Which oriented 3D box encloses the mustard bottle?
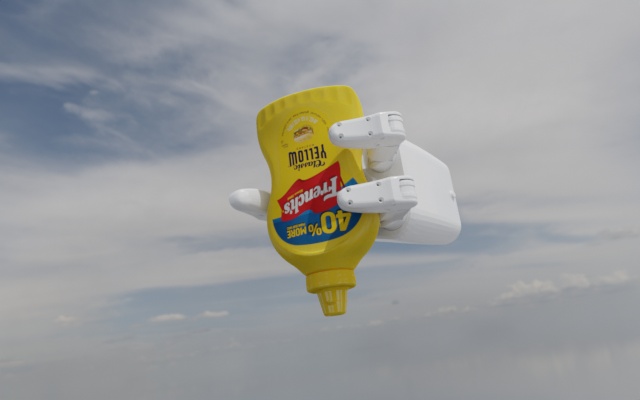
[{"bbox_3d":[0.000,0.001,0.410,0.096,0.191,0.058,-12,-18,13],"label":"mustard bottle"}]
